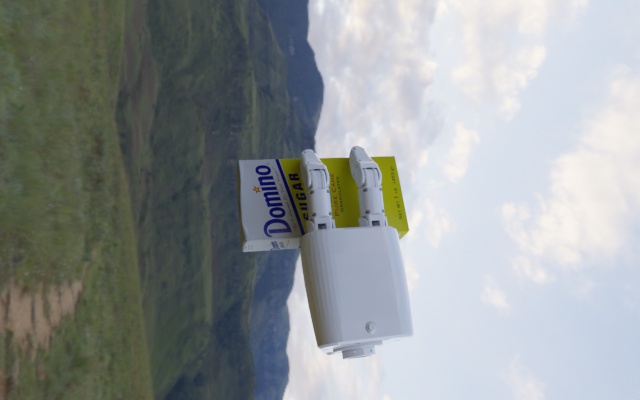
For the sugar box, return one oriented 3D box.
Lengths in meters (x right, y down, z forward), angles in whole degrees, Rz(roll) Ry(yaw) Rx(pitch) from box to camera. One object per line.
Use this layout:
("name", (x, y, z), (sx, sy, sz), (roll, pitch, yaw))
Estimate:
("sugar box", (0.000, 0.002, 0.518), (0.176, 0.093, 0.048), (-2, -22, -14))
